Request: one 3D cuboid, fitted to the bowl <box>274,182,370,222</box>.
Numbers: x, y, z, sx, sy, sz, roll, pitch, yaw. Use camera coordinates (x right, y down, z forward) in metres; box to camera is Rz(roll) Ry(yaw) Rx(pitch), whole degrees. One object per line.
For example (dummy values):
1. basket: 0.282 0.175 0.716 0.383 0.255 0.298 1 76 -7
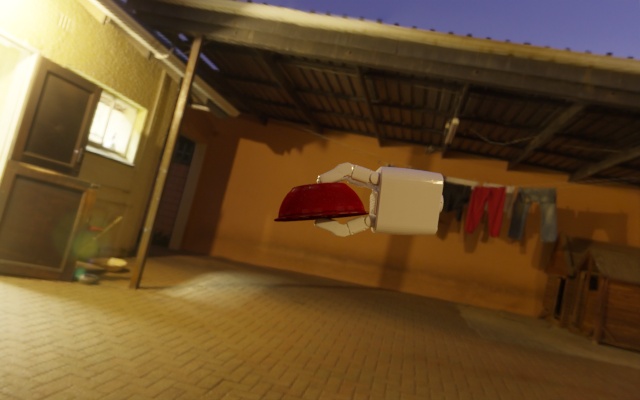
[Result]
1. bowl: -0.001 0.002 0.804 0.162 0.055 0.162 -5 -4 0
